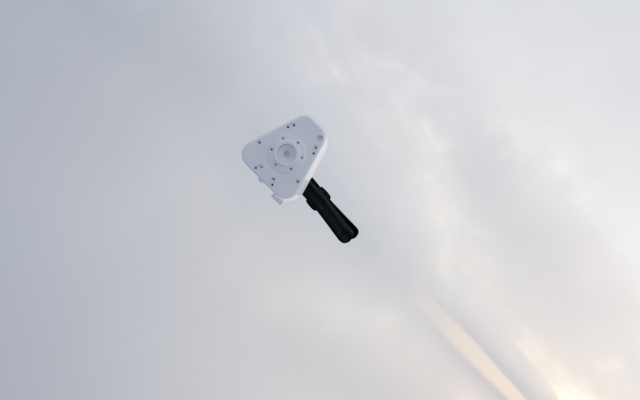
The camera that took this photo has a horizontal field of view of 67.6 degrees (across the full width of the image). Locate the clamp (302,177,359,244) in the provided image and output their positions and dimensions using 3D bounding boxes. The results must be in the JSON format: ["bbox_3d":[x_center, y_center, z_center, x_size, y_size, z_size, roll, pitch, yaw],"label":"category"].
[{"bbox_3d":[0.000,0.002,0.749,0.039,0.171,0.120,-44,2,0],"label":"clamp"}]
